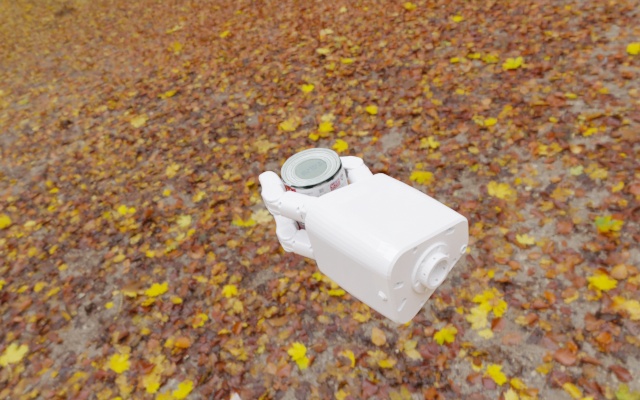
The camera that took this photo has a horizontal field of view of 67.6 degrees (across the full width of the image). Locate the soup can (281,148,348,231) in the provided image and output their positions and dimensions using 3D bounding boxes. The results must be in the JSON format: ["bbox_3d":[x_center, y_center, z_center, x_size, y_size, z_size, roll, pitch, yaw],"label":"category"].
[{"bbox_3d":[0.000,0.001,0.533,0.068,0.102,0.068,-9,40,8],"label":"soup can"}]
